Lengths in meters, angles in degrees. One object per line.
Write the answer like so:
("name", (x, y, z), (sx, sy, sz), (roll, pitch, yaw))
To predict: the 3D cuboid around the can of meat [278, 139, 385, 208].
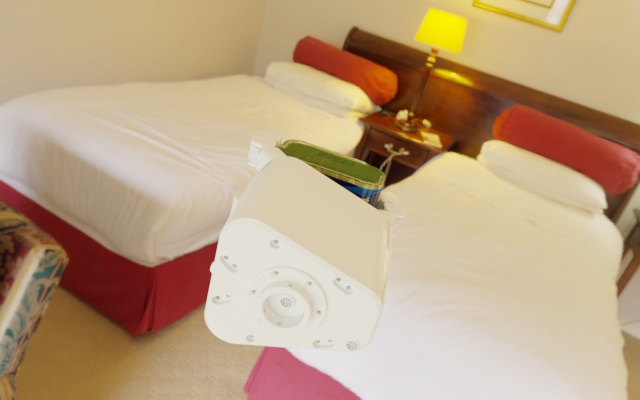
("can of meat", (0.000, 0.001, 0.432), (0.102, 0.084, 0.057), (19, 25, 4))
